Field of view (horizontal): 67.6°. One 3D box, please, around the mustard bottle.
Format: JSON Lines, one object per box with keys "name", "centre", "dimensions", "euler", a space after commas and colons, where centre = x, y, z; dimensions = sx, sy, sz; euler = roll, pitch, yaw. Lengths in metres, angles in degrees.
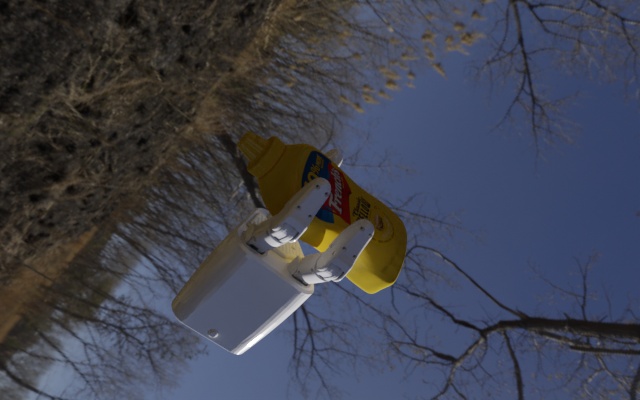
{"name": "mustard bottle", "centre": [0.000, 0.001, 0.458], "dimensions": [0.192, 0.096, 0.058], "euler": [39, -49, -20]}
